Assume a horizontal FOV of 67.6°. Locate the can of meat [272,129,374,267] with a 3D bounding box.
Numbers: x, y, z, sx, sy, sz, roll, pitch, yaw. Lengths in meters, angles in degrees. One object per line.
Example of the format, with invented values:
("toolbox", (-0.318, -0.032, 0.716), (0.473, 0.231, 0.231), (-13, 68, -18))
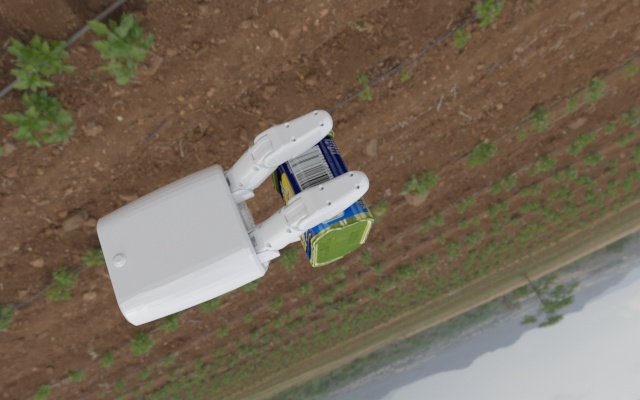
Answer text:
("can of meat", (0.000, 0.002, 0.405), (0.057, 0.084, 0.102), (-22, -19, -9))
